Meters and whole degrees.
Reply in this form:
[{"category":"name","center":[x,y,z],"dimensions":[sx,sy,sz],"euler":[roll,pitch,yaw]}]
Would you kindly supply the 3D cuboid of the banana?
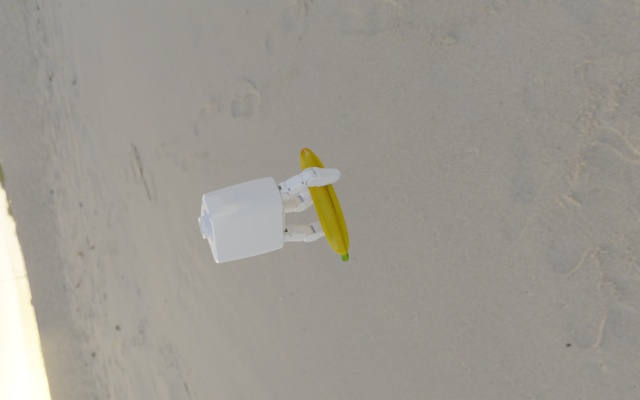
[{"category":"banana","center":[0.005,0.002,0.750],"dimensions":[0.037,0.197,0.070],"euler":[-17,-8,-14]}]
